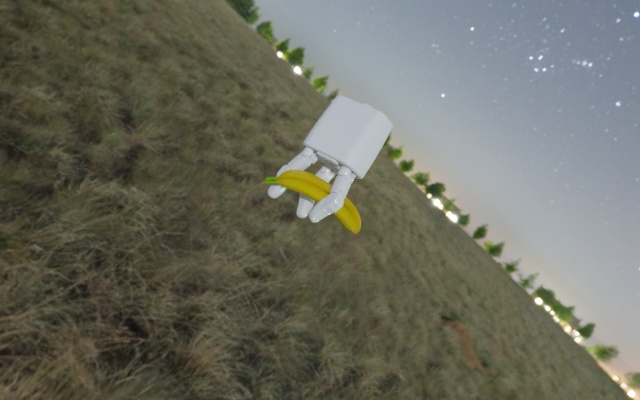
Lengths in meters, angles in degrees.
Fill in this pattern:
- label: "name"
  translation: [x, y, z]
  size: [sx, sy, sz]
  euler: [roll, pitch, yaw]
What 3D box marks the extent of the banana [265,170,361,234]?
- label: "banana"
  translation: [0.007, -0.002, 0.792]
  size: [0.198, 0.037, 0.069]
  euler: [32, -24, -24]
